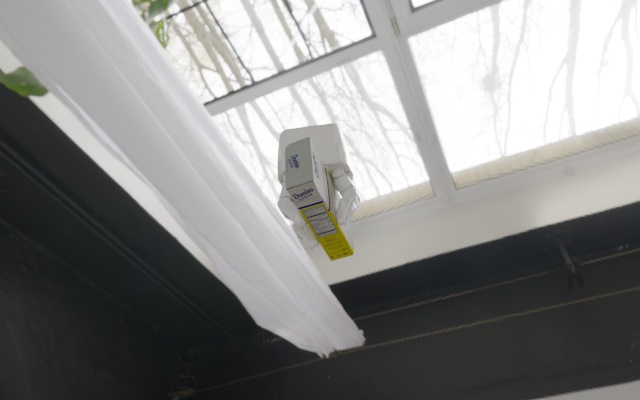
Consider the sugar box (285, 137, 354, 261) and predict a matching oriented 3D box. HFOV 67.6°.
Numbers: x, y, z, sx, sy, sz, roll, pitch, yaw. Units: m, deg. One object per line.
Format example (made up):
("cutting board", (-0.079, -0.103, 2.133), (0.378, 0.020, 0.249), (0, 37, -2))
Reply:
("sugar box", (0.000, 0.002, 0.704), (0.048, 0.093, 0.176), (-19, -46, 14))
